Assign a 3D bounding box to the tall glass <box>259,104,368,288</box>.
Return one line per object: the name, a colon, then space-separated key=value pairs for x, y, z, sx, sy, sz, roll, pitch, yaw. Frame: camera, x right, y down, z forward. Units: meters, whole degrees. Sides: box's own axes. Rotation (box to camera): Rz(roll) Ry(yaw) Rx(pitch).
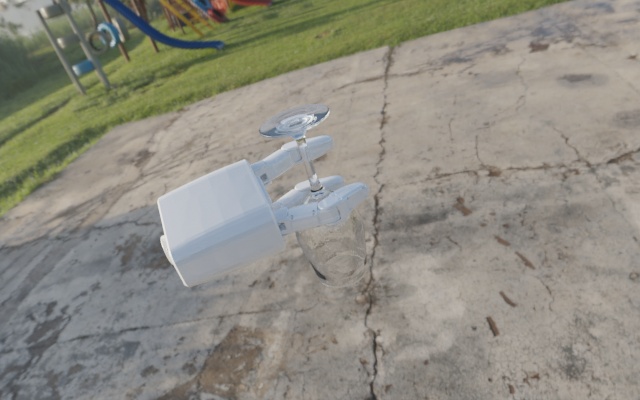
tall glass: x=0.000 y=0.001 z=0.527 sx=0.079 sy=0.201 sz=0.079 roll=-14 pitch=29 yaw=8
